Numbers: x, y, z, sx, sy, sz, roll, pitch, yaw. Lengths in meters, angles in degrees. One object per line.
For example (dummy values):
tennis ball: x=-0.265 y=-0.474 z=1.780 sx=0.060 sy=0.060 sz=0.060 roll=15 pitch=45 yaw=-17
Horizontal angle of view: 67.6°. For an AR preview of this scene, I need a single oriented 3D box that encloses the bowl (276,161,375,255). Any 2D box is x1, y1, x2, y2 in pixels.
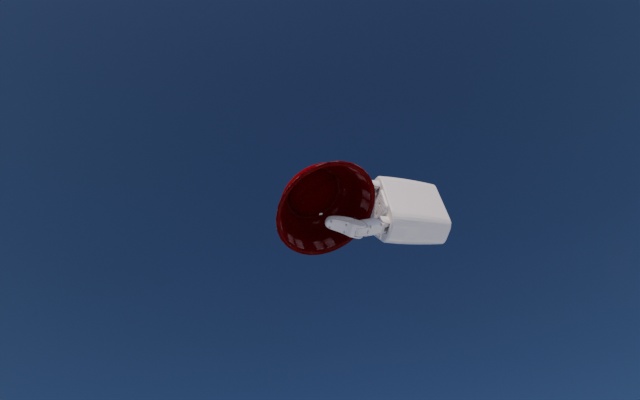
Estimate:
bowl: x=-0.001 y=0.002 z=0.725 sx=0.162 sy=0.162 sz=0.055 roll=0 pitch=30 yaw=-28
